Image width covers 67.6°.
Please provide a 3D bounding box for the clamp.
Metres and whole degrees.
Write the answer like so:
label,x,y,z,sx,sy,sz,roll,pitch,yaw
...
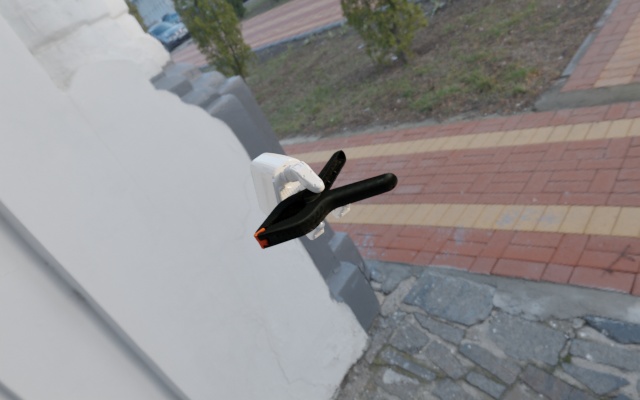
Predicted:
label,x,y,z,sx,sy,sz,roll,pitch,yaw
clamp,-0.001,0.002,0.692,0.210,0.036,0.164,-39,29,-18
